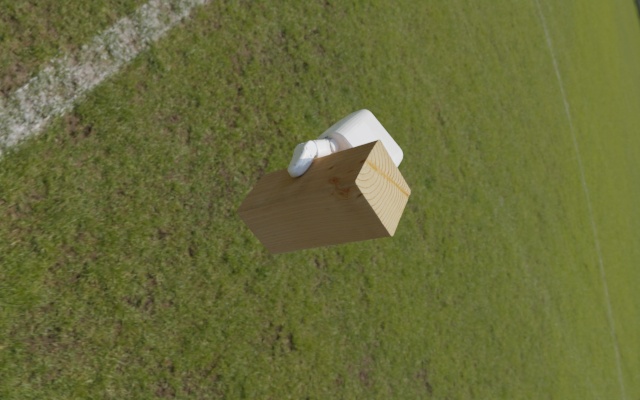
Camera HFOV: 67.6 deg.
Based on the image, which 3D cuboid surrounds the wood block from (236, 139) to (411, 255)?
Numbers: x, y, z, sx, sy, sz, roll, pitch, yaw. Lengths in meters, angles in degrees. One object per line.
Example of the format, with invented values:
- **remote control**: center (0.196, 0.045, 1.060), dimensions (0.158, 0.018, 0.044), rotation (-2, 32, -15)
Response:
- **wood block**: center (0.000, 0.002, 0.639), dimensions (0.206, 0.091, 0.090), rotation (-14, 32, 39)
